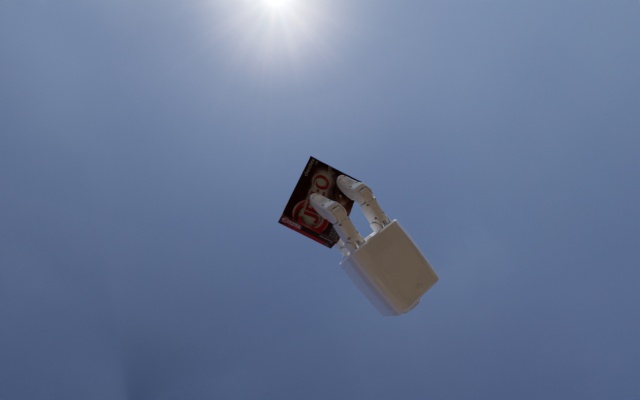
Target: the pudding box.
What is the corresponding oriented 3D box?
[{"bbox_3d":[0.000,0.002,0.710,0.090,0.113,0.039,27,-31,-6],"label":"pudding box"}]
